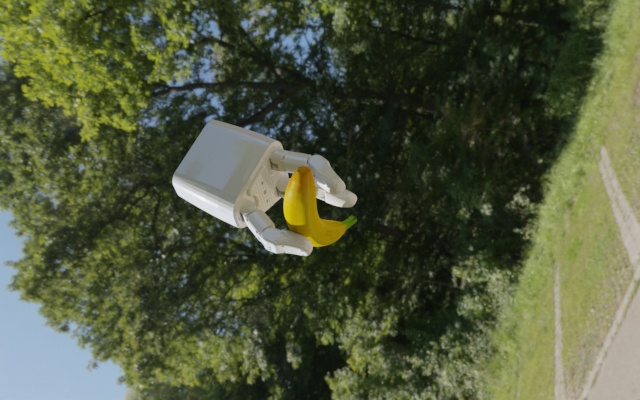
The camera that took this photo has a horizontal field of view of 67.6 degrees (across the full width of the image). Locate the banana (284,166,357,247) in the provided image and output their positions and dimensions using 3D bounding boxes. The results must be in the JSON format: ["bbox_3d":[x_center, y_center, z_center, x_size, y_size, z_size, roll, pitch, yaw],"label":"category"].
[{"bbox_3d":[-0.009,0.019,0.572,0.037,0.069,0.198,30,-5,24],"label":"banana"}]
